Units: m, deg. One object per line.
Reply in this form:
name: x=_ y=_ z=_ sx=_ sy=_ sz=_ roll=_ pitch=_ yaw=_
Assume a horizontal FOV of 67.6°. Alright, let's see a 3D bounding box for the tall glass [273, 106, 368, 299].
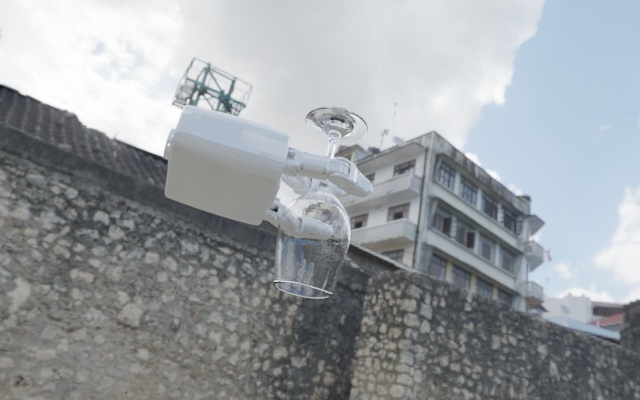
tall glass: x=0.000 y=0.001 z=0.521 sx=0.079 sy=0.201 sz=0.079 roll=10 pitch=-22 yaw=4
